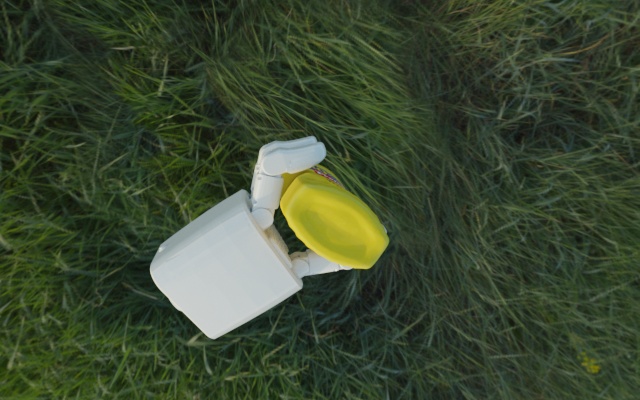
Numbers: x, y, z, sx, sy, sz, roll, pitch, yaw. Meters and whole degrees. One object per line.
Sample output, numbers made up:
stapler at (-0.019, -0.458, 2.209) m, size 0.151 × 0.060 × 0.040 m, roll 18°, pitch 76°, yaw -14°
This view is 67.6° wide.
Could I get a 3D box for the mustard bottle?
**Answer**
mustard bottle at (0.000, 0.001, 0.482) m, size 0.096 × 0.058 × 0.191 m, roll 32°, pitch 6°, yaw -15°
